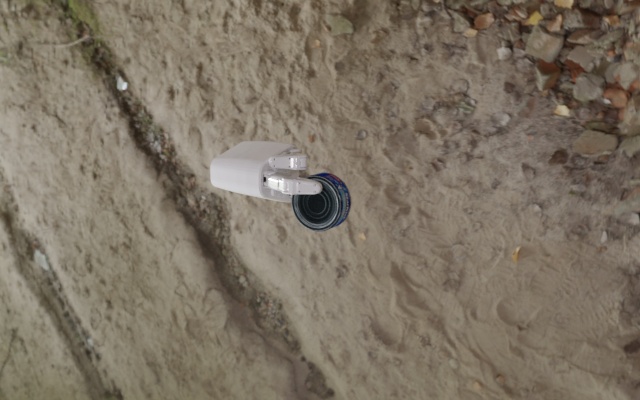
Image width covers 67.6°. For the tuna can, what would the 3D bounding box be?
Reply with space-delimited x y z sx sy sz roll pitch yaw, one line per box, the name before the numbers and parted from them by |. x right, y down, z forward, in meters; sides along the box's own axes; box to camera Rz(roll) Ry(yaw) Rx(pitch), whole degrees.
tuna can | 0.000 0.002 0.709 0.086 0.086 0.034 0 8 28
